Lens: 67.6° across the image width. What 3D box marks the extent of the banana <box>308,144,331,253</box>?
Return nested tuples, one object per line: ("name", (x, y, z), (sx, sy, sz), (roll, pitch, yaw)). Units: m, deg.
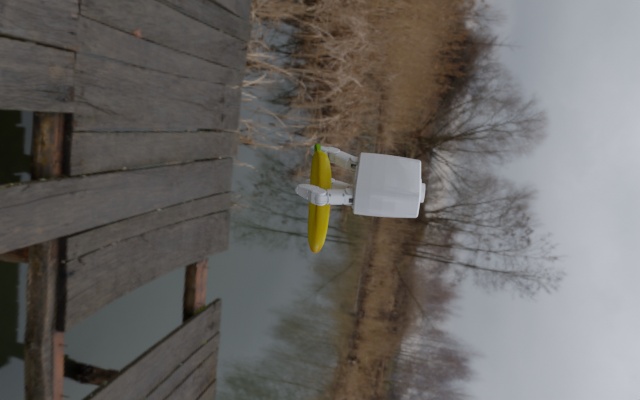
("banana", (-0.001, 0.002, 0.832), (0.037, 0.198, 0.069), (4, 8, 3))
